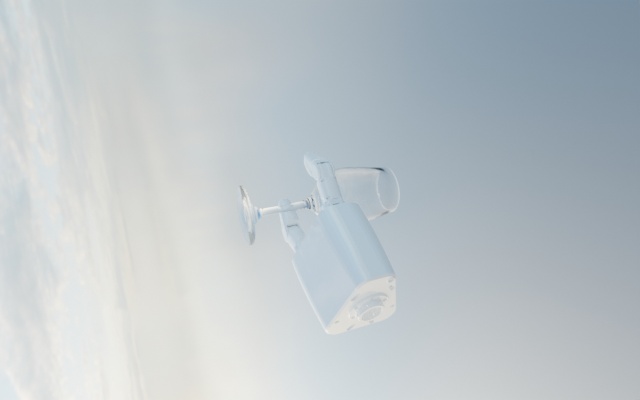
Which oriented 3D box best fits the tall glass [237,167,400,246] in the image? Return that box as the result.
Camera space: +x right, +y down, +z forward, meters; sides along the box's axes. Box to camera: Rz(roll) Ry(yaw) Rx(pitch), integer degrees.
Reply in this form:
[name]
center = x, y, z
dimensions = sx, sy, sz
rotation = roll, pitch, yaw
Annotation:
[tall glass]
center = -0.001, 0.002, 0.613
dimensions = 0.201, 0.079, 0.079
rotation = -11, 4, -21
